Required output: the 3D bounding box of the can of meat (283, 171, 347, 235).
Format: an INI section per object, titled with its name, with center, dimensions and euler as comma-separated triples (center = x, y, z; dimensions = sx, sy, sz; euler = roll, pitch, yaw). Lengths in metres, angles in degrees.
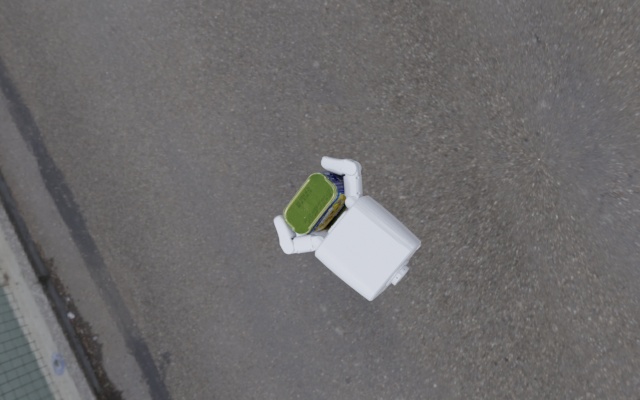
[can of meat]
center = 0.000, 0.002, 0.724
dimensions = 0.057, 0.102, 0.084
euler = 43, 20, 15
